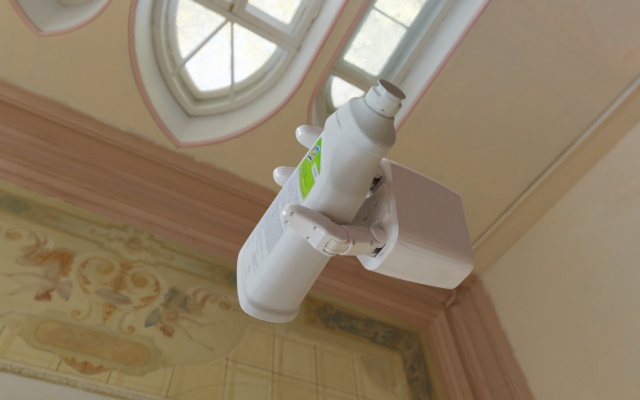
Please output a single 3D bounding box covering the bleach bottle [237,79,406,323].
[{"bbox_3d":[0.000,0.001,0.456,0.068,0.251,0.102,18,34,-26],"label":"bleach bottle"}]
